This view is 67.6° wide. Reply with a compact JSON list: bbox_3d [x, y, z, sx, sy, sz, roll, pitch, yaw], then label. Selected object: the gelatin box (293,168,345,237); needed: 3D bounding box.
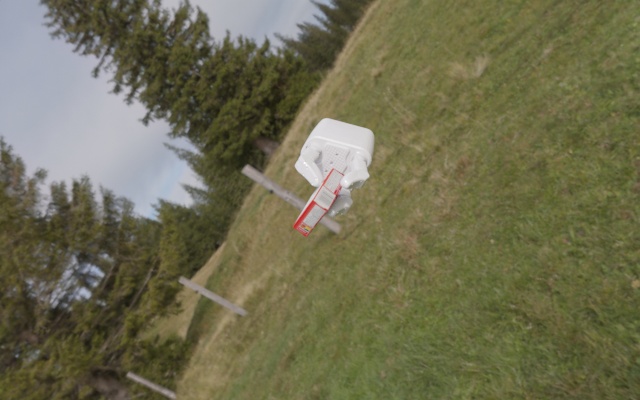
[{"bbox_3d":[0.000,0.002,0.727,0.030,0.089,0.073,35,-47,-3],"label":"gelatin box"}]
